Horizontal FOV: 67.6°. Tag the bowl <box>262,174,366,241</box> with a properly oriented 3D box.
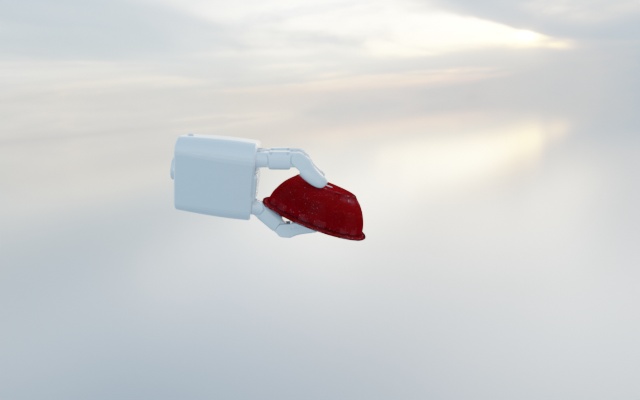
[{"bbox_3d":[0.001,0.002,0.697,0.162,0.055,0.162,21,8,-3],"label":"bowl"}]
